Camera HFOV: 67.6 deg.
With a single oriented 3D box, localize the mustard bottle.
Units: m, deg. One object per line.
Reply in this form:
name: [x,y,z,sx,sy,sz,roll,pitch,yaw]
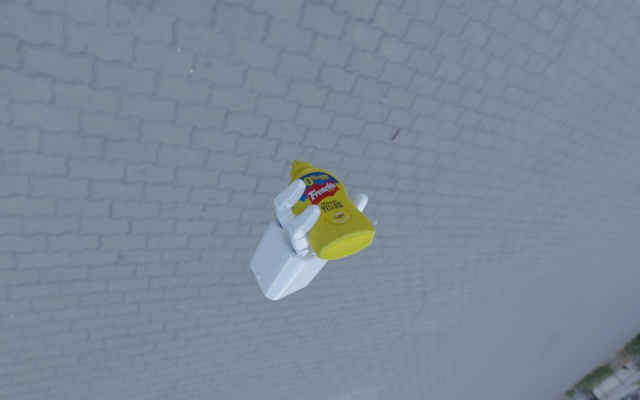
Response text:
mustard bottle: [0.000,0.002,0.760,0.096,0.191,0.058,-17,-38,-22]
